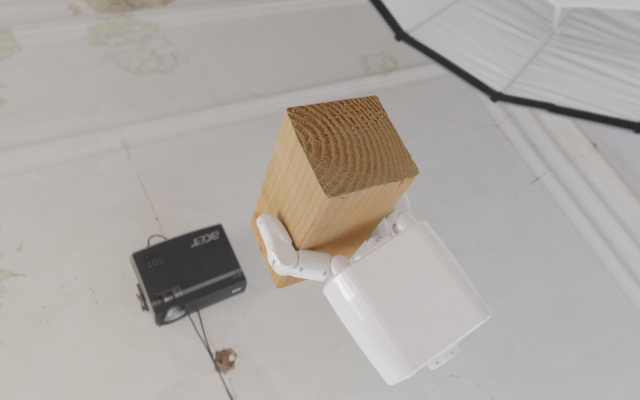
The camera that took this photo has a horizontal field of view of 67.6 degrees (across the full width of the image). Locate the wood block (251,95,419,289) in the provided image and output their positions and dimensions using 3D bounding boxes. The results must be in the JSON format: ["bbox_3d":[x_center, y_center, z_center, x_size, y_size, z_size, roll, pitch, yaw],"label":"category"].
[{"bbox_3d":[0.000,0.002,0.474,0.091,0.090,0.206,-14,-24,-24],"label":"wood block"}]
